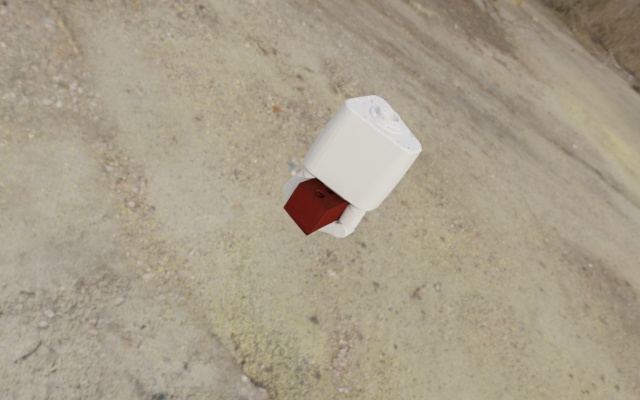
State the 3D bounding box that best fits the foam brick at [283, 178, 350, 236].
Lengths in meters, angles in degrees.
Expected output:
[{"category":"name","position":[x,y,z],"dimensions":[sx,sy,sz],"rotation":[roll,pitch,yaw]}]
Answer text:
[{"category":"foam brick","position":[0.000,0.002,0.639],"dimensions":[0.078,0.053,0.051],"rotation":[-24,-24,-50]}]
